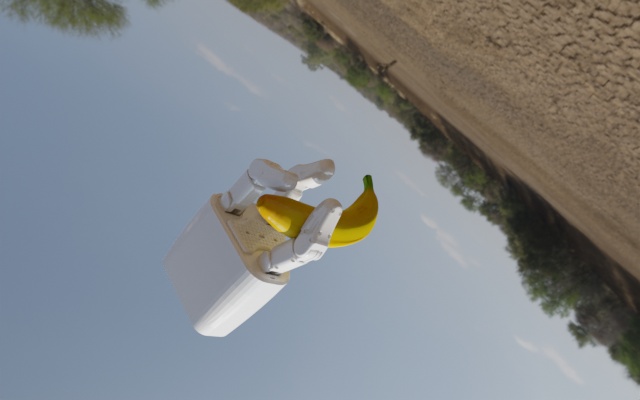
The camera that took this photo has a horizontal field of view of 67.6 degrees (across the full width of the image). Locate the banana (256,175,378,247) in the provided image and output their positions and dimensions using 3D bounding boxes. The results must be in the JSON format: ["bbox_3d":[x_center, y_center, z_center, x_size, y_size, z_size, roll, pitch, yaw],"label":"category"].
[{"bbox_3d":[0.012,0.017,0.494,0.037,0.069,0.198,-40,-15,32],"label":"banana"}]
